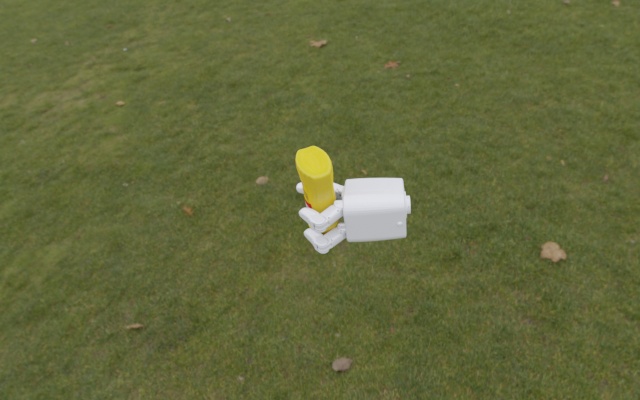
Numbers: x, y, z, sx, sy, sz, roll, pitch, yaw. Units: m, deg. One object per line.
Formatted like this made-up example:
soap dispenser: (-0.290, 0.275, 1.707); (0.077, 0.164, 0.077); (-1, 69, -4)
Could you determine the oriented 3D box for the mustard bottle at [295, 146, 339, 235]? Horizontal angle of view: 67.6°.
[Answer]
mustard bottle: (0.000, 0.003, 0.868); (0.058, 0.192, 0.096); (-19, 41, -10)
